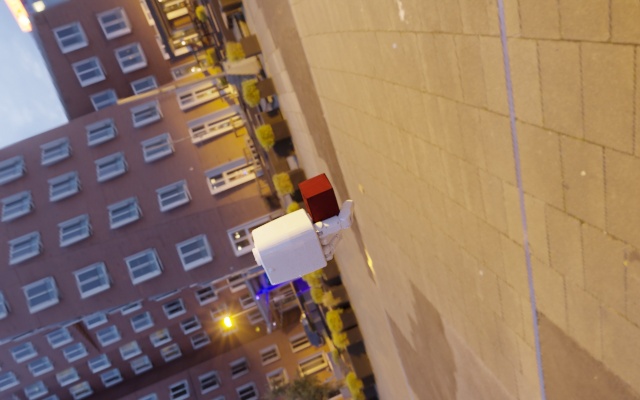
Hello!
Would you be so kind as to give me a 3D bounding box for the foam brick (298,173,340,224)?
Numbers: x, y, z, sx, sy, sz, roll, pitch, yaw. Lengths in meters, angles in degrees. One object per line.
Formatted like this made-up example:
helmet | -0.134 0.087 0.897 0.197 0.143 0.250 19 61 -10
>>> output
foam brick | 0.000 0.002 0.843 0.051 0.078 0.053 -21 36 -5
